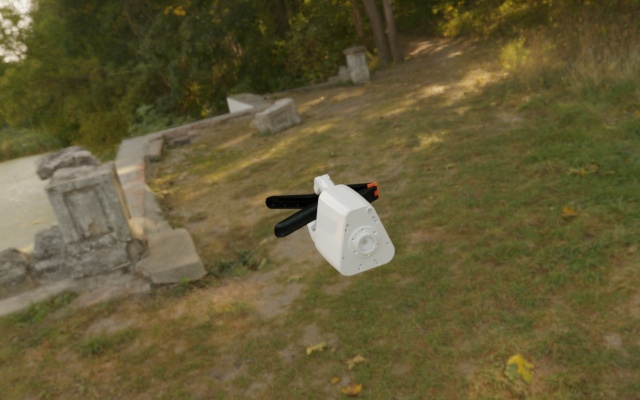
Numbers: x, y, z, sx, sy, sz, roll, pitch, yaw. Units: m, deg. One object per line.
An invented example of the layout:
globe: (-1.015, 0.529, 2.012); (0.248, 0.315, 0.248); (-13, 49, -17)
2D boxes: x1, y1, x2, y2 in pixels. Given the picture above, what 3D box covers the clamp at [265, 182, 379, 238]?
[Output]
clamp: (0.001, 0.002, 0.863); (0.210, 0.036, 0.164); (-16, 22, -14)
